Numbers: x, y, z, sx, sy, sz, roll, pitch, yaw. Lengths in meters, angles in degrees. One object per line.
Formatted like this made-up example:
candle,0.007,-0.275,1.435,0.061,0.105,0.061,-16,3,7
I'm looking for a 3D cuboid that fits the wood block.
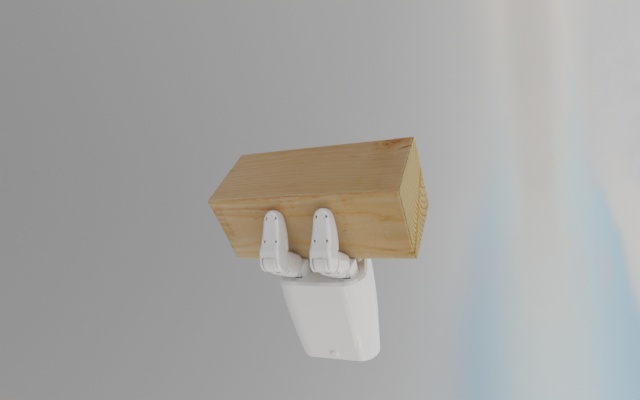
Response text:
wood block,0.000,0.002,0.512,0.206,0.090,0.090,-3,37,24
